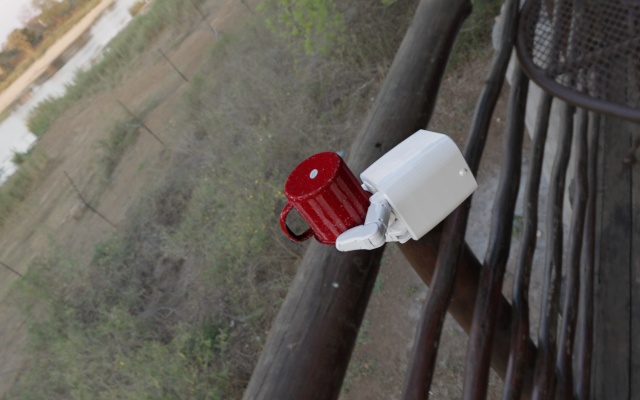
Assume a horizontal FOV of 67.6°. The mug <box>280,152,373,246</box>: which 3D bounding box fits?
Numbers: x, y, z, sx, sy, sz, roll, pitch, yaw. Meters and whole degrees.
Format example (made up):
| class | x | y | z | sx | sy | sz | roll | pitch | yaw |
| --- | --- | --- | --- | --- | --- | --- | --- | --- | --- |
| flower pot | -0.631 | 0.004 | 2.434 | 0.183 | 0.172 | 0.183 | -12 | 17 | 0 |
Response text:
| class | x | y | z | sx | sy | sz | roll | pitch | yaw |
| --- | --- | --- | --- | --- | --- | --- | --- | --- | --- |
| mug | -0.001 | 0.003 | 0.587 | 0.117 | 0.081 | 0.093 | -39 | 33 | -1 |
